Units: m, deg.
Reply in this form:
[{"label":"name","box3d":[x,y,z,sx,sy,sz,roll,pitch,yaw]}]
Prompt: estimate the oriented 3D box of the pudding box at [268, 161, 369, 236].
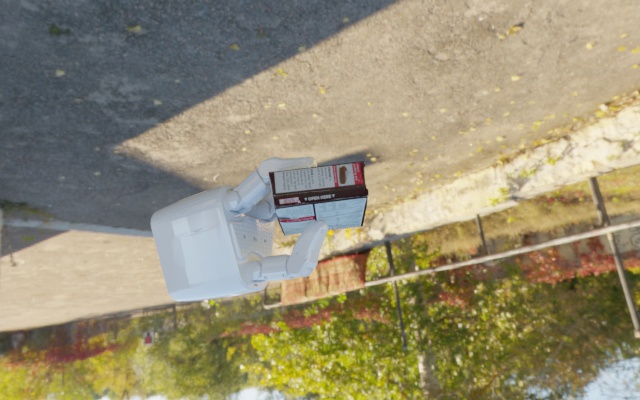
[{"label":"pudding box","box3d":[0.000,0.002,0.480,0.090,0.039,0.113,-8,-16,-1]}]
